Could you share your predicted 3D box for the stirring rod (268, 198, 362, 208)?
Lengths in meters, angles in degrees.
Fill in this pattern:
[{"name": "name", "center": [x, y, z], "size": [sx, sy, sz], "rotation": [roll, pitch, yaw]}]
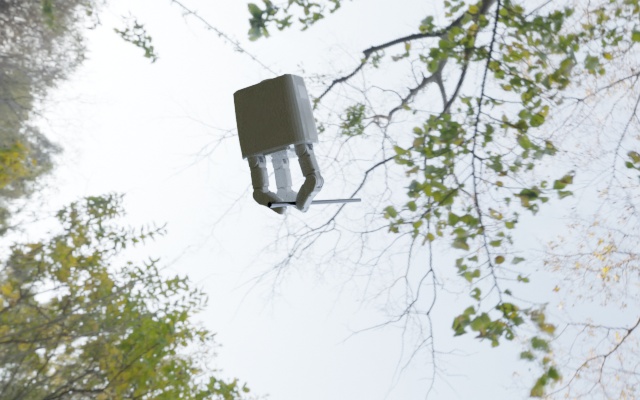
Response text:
[{"name": "stirring rod", "center": [0.000, 0.002, 0.754], "size": [0.011, 0.011, 0.239], "rotation": [0, 1, 36]}]
